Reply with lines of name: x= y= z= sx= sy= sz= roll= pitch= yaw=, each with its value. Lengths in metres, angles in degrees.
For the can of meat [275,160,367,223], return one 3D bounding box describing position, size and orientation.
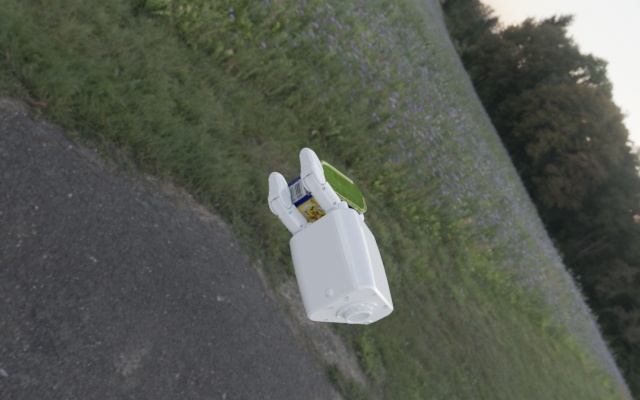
can of meat: x=0.000 y=0.002 z=0.644 sx=0.084 sy=0.057 sz=0.102 roll=-33 pitch=-43 yaw=25
